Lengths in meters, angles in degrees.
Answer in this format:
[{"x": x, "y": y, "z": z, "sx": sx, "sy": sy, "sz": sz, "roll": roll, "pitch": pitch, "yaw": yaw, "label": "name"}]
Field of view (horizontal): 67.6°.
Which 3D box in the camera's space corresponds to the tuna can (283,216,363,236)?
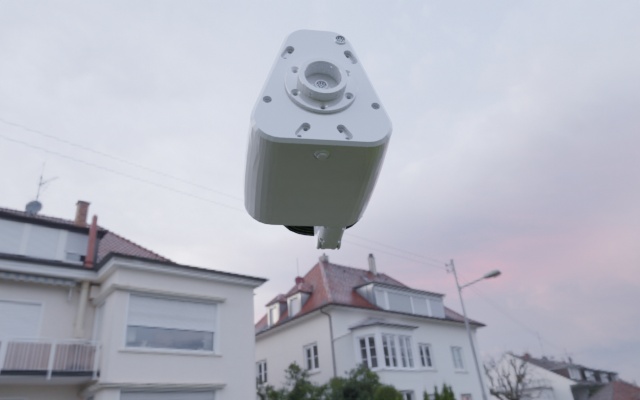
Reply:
[{"x": 0.000, "y": 0.001, "z": 0.490, "sx": 0.086, "sy": 0.033, "sz": 0.086, "roll": -5, "pitch": -33, "yaw": -3, "label": "tuna can"}]
